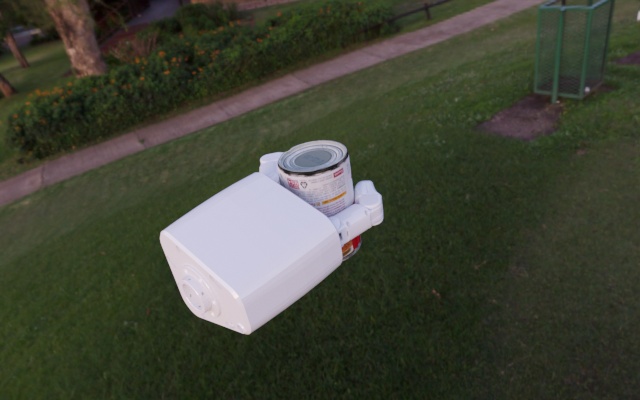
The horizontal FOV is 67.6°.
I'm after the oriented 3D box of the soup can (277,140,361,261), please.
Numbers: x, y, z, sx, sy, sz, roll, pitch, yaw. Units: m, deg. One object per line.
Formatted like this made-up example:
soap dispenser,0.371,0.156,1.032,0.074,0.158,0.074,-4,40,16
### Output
soup can,0.000,0.001,0.463,0.068,0.102,0.068,-8,30,5
